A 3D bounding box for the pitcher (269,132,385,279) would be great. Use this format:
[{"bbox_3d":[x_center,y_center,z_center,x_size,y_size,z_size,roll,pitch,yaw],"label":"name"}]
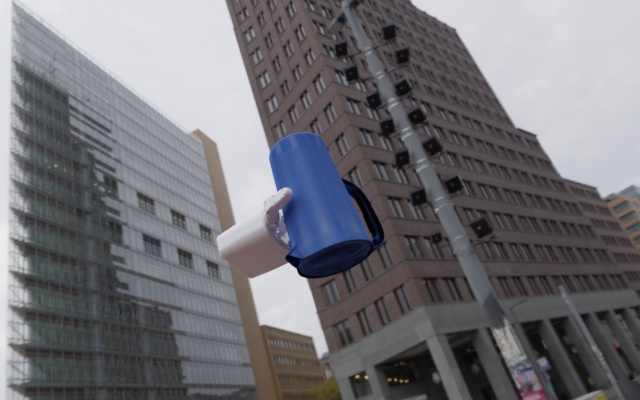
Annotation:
[{"bbox_3d":[0.000,0.003,0.837,0.145,0.242,0.149,-28,-29,15],"label":"pitcher"}]
